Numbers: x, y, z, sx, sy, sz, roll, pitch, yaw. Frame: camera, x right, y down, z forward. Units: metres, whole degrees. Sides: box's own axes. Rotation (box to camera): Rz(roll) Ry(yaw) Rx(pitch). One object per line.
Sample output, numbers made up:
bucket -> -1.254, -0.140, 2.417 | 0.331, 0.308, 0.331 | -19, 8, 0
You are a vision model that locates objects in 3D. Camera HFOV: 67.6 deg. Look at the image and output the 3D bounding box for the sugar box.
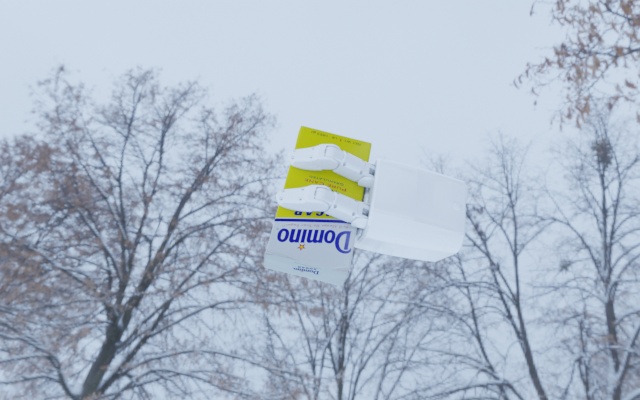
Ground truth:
sugar box -> 0.000, 0.001, 0.553 | 0.093, 0.176, 0.048 | 13, -33, -2
